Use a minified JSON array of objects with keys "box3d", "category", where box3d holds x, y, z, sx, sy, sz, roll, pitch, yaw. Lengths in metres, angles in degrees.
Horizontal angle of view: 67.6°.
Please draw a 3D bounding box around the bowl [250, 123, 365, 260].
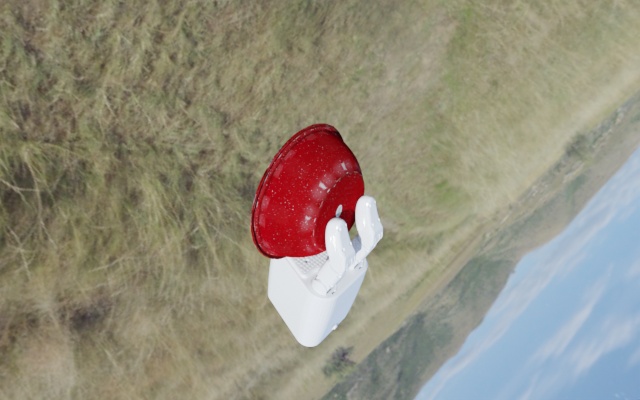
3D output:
[{"box3d":[0.000,0.001,0.515,0.055,0.162,0.162,26,13,29],"category":"bowl"}]
